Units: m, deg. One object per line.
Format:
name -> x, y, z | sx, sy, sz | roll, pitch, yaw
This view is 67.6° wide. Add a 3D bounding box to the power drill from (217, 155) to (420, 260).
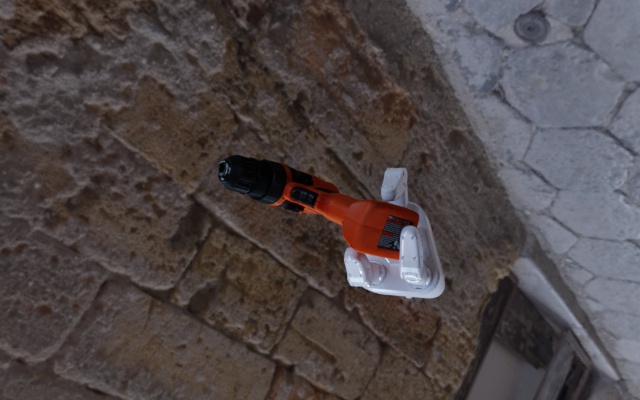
power drill -> 0.001, 0.002, 0.532 | 0.187, 0.057, 0.184 | 25, 8, 42
